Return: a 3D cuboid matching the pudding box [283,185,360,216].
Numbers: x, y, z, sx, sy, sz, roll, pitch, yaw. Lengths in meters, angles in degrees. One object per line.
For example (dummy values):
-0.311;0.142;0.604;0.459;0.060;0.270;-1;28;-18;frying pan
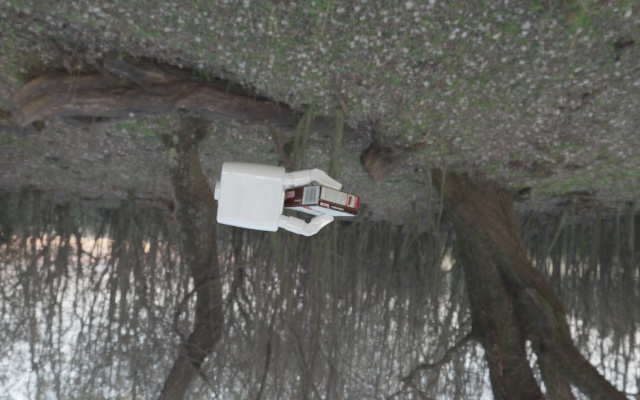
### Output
0.000;0.003;0.854;0.090;0.039;0.113;14;-8;-34;pudding box
